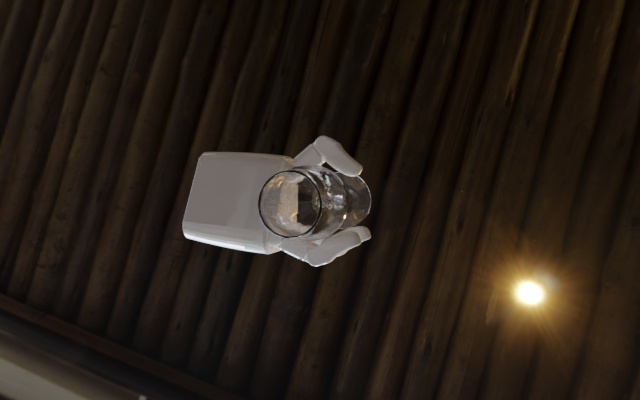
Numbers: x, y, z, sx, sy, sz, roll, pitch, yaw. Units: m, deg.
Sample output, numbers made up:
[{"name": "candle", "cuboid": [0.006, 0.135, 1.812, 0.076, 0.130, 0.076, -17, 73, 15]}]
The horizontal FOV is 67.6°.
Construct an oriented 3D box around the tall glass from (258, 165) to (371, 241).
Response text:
[{"name": "tall glass", "cuboid": [0.000, 0.002, 0.525, 0.079, 0.079, 0.201, 0, 1, 16]}]
